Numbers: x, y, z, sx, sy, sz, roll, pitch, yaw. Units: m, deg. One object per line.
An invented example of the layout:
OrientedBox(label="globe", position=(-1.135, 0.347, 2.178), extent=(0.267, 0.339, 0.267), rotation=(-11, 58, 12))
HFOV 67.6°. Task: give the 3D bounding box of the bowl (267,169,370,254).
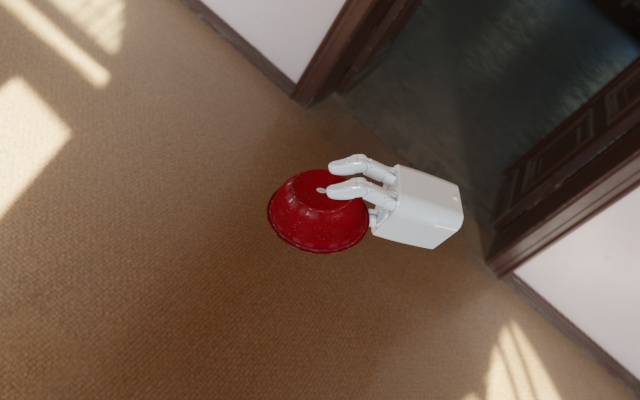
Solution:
OrientedBox(label="bowl", position=(-0.001, 0.002, 0.724), extent=(0.162, 0.162, 0.055), rotation=(5, -45, -5))
